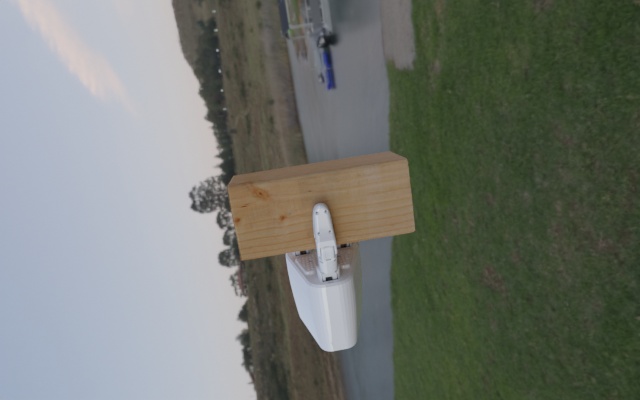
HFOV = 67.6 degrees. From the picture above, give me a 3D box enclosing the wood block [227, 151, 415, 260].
[{"bbox_3d":[0.000,0.002,0.583,0.206,0.090,0.091,-9,13,-3],"label":"wood block"}]
